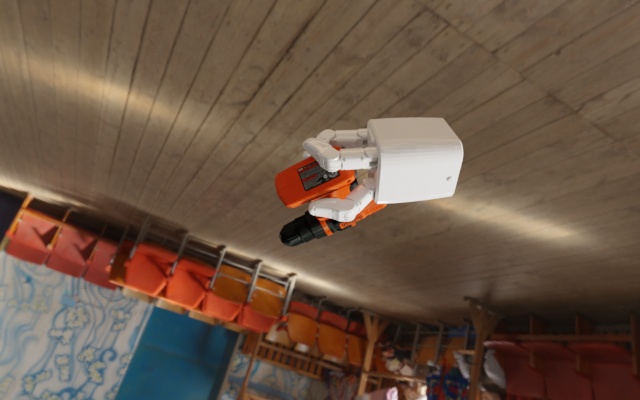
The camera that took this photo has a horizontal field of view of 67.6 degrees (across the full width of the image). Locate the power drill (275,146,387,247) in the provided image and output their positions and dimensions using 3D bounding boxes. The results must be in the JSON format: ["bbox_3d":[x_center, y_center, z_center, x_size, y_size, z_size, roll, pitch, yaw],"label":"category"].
[{"bbox_3d":[0.000,0.002,0.700,0.184,0.057,0.188,-27,-22,6],"label":"power drill"}]
